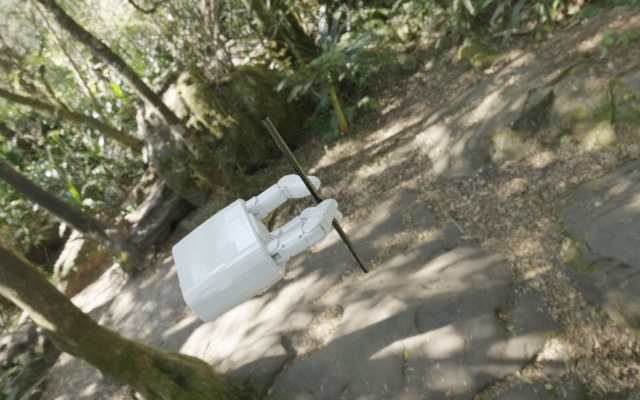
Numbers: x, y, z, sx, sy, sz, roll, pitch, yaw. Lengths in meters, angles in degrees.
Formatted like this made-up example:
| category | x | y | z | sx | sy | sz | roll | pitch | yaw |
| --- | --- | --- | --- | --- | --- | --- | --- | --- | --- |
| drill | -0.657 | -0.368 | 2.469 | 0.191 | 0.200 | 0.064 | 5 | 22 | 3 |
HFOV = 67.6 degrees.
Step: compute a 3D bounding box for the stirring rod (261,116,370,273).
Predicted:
| category | x | y | z | sx | sy | sz | roll | pitch | yaw |
| --- | --- | --- | --- | --- | --- | --- | --- | --- | --- |
| stirring rod | 0.000 | 0.002 | 0.558 | 0.011 | 0.240 | 0.011 | -26 | 28 | 15 |
